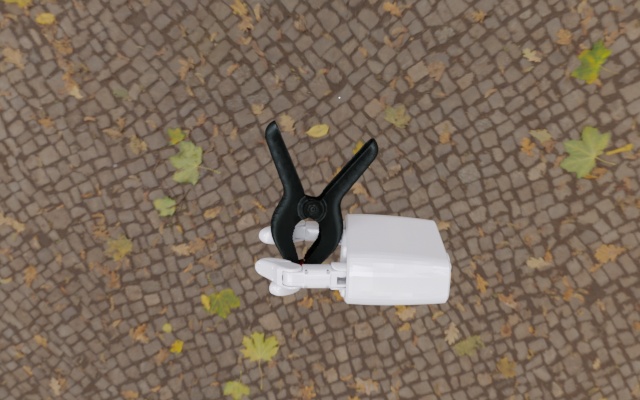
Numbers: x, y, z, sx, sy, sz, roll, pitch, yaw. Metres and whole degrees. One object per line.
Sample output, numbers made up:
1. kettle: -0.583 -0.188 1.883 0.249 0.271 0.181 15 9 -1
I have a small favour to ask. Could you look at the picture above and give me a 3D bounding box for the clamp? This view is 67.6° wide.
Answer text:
1. clamp: 0.000 0.002 0.514 0.120 0.171 0.039 2 12 -1
